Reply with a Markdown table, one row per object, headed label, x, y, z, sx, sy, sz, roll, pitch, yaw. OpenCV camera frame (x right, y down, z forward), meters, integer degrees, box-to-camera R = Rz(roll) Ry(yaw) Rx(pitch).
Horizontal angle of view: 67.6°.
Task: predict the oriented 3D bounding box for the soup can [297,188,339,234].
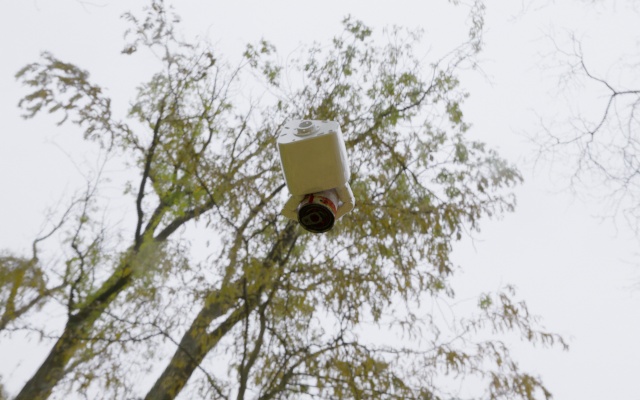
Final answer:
| label | x | y | z | sx | sy | sz | roll | pitch | yaw |
| --- | --- | --- | --- | --- | --- | --- | --- | --- | --- |
| soup can | 0.000 | 0.003 | 0.883 | 0.068 | 0.069 | 0.102 | 0 | 36 | 12 |
